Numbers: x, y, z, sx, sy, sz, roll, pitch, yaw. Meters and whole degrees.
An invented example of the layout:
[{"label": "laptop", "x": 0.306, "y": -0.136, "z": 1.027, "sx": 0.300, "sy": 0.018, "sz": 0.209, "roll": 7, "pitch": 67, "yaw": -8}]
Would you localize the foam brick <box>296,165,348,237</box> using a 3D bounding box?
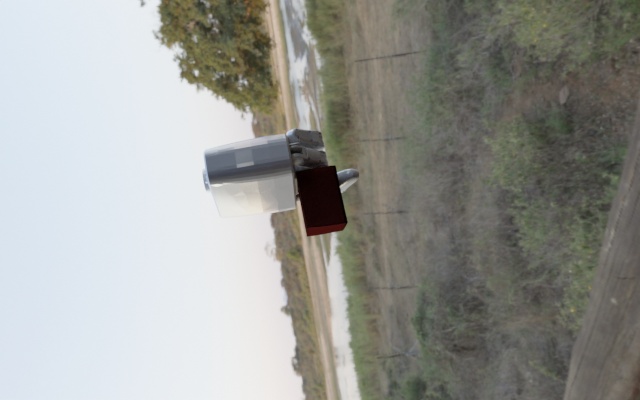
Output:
[{"label": "foam brick", "x": 0.000, "y": 0.002, "z": 0.616, "sx": 0.051, "sy": 0.078, "sz": 0.053, "roll": -10, "pitch": -16, "yaw": -6}]
